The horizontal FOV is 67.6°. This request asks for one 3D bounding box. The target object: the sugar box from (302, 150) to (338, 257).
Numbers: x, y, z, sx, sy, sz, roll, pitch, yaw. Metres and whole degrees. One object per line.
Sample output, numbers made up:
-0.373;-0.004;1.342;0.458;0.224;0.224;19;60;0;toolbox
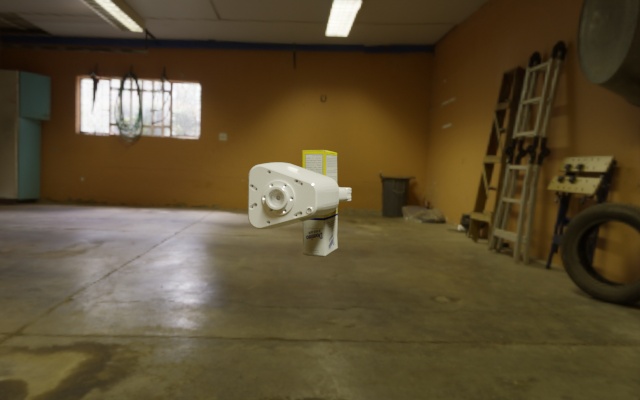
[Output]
0.000;0.003;0.828;0.048;0.176;0.093;3;4;16;sugar box
